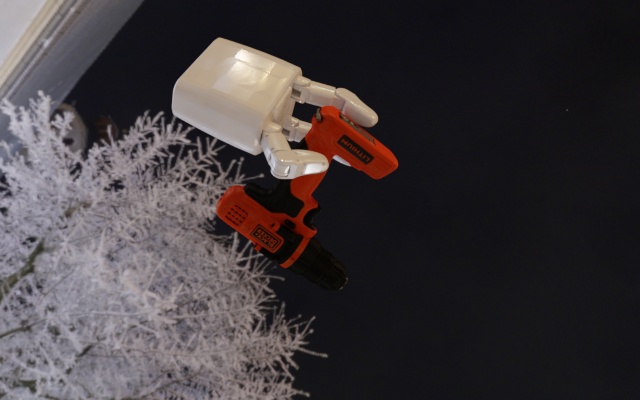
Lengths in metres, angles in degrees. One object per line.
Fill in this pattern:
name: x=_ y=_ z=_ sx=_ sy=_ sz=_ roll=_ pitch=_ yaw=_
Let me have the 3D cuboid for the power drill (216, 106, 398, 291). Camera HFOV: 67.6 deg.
power drill: x=0.000 y=0.001 z=0.551 sx=0.184 sy=0.188 sz=0.057 roll=37 pitch=17 yaw=-15
